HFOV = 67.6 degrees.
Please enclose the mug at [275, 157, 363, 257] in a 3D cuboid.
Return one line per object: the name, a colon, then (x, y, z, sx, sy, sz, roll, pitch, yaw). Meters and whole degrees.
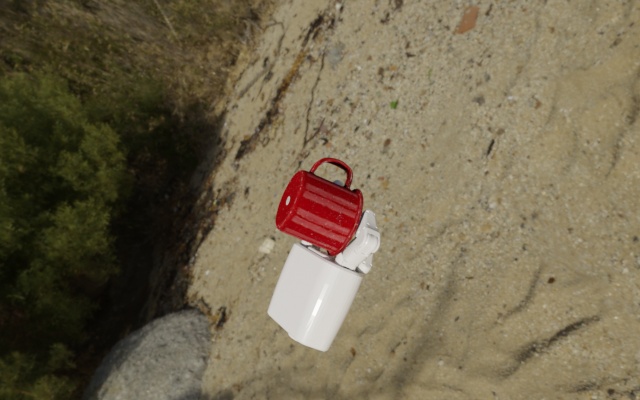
mug: (0.000, 0.001, 0.599, 0.081, 0.117, 0.093, 23, -2, -17)
